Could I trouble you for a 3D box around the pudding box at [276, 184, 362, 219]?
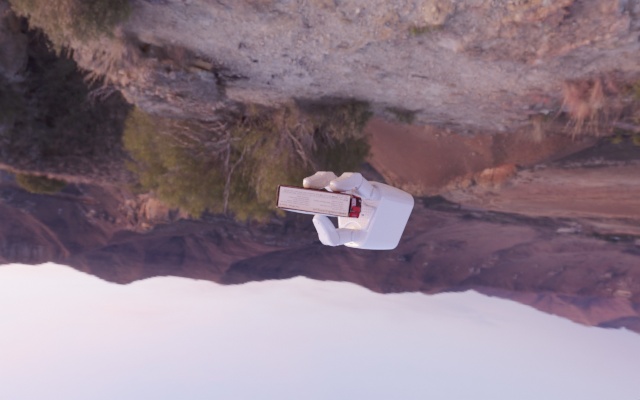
[{"bbox_3d":[0.000,0.003,0.718,0.113,0.039,0.090,6,-2,14],"label":"pudding box"}]
